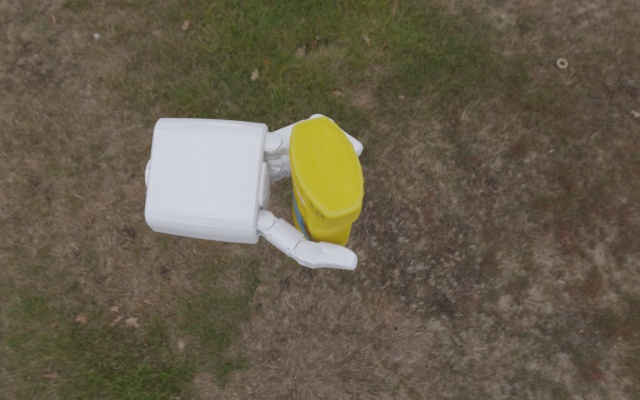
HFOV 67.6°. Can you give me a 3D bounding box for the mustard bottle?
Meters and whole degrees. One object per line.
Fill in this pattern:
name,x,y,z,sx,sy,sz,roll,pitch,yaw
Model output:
mustard bottle,0.000,0.001,0.488,0.058,0.096,0.192,-19,-18,-10
